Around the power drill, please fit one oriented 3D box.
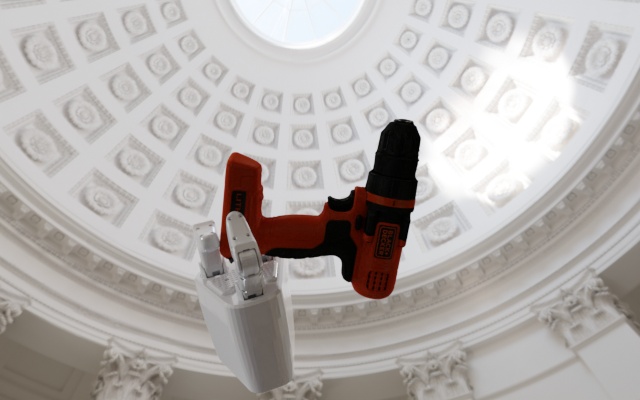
[{"bbox_3d":[0.000,0.002,0.474,0.187,0.184,0.057,8,11,-2],"label":"power drill"}]
